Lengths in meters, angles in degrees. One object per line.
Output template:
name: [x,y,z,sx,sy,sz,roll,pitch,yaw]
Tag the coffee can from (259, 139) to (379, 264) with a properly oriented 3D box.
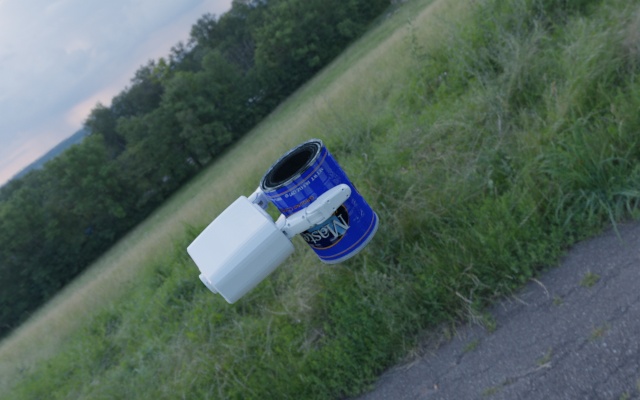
coffee can: [0.000,0.002,0.652,0.103,0.140,0.102,-31,25,16]
